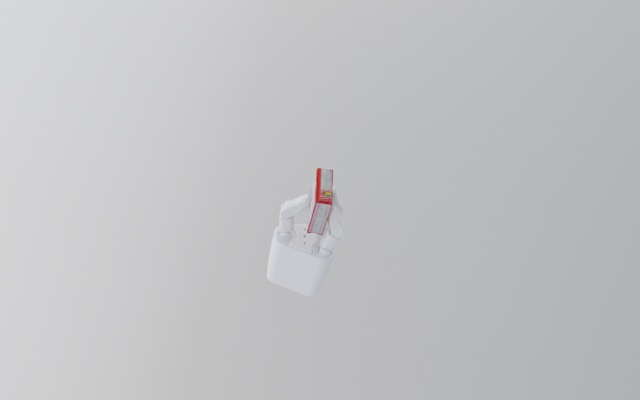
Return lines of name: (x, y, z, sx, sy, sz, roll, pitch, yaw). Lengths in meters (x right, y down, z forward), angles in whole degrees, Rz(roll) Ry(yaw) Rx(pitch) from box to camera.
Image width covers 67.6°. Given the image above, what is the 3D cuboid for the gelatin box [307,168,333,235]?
gelatin box: (0.000, 0.002, 0.790, 0.030, 0.073, 0.089, 8, -39, -6)
